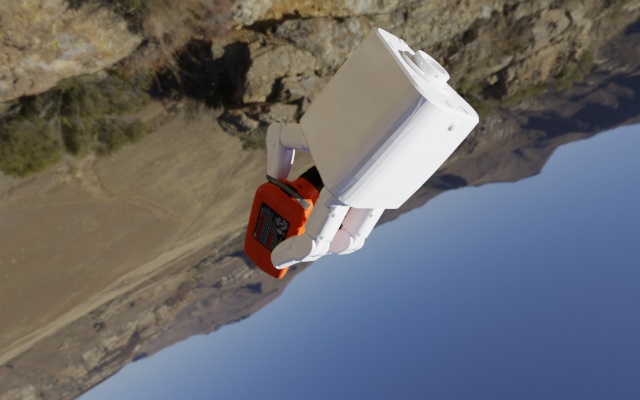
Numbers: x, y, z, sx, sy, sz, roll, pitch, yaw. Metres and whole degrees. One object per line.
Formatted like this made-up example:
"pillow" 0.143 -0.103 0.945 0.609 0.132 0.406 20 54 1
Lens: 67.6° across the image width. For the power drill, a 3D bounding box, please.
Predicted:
"power drill" 0.000 0.002 0.521 0.057 0.185 0.187 34 44 17
